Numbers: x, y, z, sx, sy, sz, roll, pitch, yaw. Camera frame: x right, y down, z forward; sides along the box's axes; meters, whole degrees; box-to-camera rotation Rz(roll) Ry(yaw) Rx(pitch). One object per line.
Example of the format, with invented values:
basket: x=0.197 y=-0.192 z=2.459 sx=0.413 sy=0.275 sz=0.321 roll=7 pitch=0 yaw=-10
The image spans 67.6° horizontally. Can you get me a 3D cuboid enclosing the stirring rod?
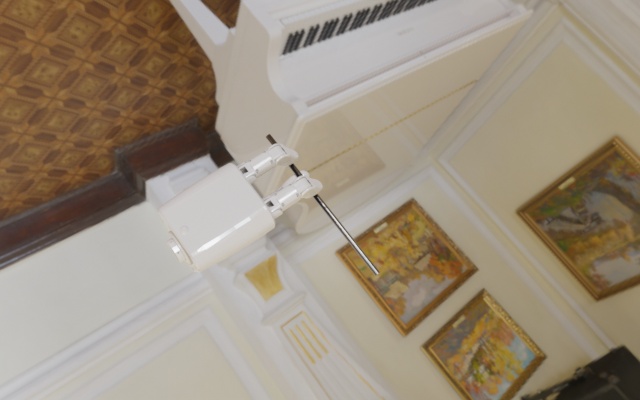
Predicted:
stirring rod: x=0.000 y=0.002 z=0.637 sx=0.011 sy=0.239 sz=0.011 roll=-36 pitch=-13 yaw=-10
